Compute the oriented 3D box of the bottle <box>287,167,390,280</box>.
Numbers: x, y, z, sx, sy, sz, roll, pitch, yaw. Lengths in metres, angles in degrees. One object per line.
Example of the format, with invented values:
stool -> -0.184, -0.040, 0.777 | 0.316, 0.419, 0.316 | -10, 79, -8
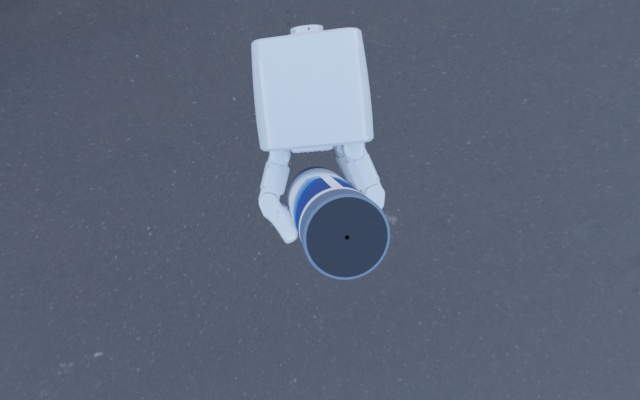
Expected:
bottle -> 0.000, 0.002, 0.498 | 0.069, 0.069, 0.295 | 0, 10, -8
